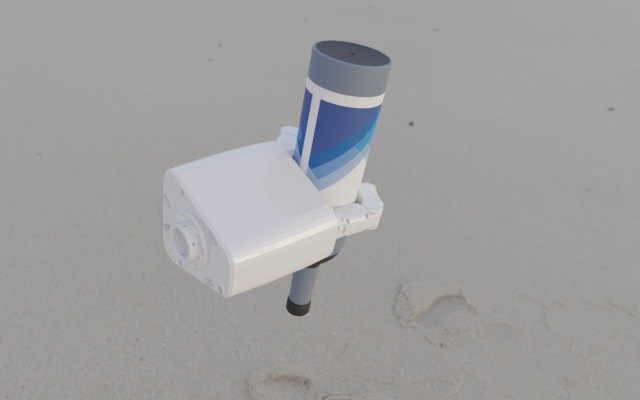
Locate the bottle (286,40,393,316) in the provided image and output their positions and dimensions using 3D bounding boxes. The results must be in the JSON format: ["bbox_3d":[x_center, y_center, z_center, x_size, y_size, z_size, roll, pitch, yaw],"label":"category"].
[{"bbox_3d":[0.000,0.001,0.466,0.069,0.296,0.069,9,33,-6],"label":"bottle"}]
